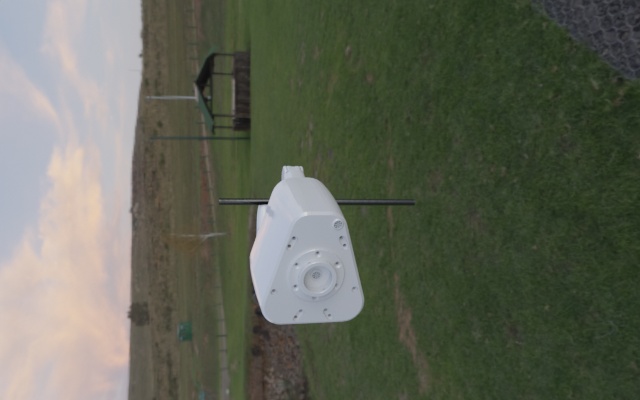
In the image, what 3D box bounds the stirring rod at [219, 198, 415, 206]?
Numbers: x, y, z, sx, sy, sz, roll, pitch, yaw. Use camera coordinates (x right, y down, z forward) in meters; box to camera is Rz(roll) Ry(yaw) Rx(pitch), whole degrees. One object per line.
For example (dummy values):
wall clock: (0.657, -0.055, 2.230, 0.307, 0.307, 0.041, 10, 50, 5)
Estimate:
stirring rod: (0.000, 0.002, 0.578, 0.239, 0.011, 0.011, 0, 0, -12)
